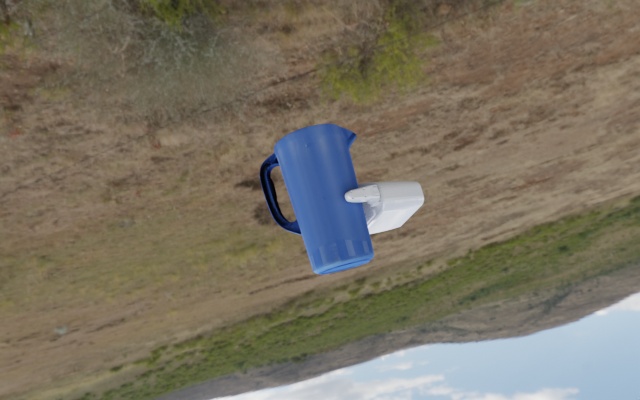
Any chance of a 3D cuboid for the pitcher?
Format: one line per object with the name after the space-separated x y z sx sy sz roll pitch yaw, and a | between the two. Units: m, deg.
0.000 0.003 0.834 0.145 0.242 0.149 -6 -16 -34 | pitcher
